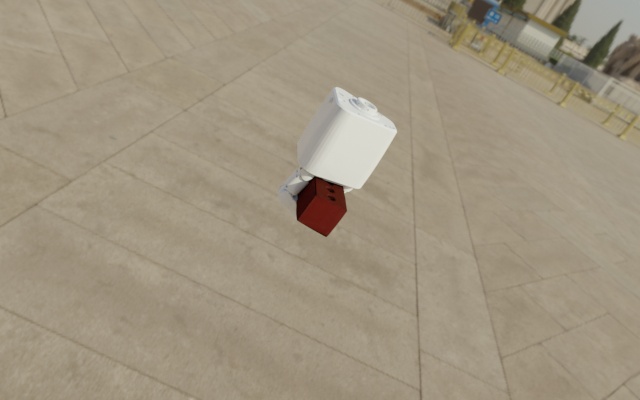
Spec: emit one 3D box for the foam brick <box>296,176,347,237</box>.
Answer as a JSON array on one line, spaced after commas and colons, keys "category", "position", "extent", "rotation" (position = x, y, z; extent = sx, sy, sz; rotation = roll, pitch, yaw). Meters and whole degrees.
[{"category": "foam brick", "position": [0.000, 0.003, 0.685], "extent": [0.053, 0.051, 0.078], "rotation": [29, 25, -19]}]
